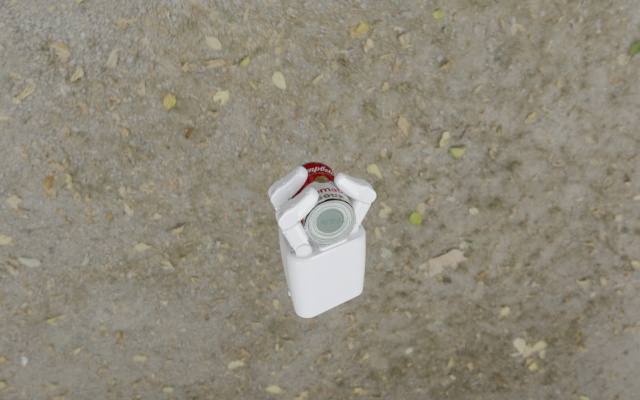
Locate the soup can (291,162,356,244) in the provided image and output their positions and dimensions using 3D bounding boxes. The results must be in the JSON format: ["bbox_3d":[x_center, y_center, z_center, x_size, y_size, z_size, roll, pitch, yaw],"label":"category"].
[{"bbox_3d":[0.000,0.002,0.623,0.068,0.068,0.102,0,31,-17],"label":"soup can"}]
